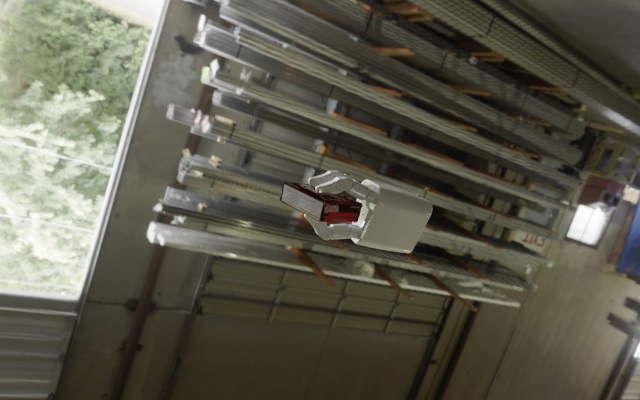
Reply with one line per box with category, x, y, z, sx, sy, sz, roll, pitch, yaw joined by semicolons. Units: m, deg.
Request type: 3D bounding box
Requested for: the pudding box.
pudding box;0.000;0.003;0.805;0.090;0.039;0.113;4;13;-44
